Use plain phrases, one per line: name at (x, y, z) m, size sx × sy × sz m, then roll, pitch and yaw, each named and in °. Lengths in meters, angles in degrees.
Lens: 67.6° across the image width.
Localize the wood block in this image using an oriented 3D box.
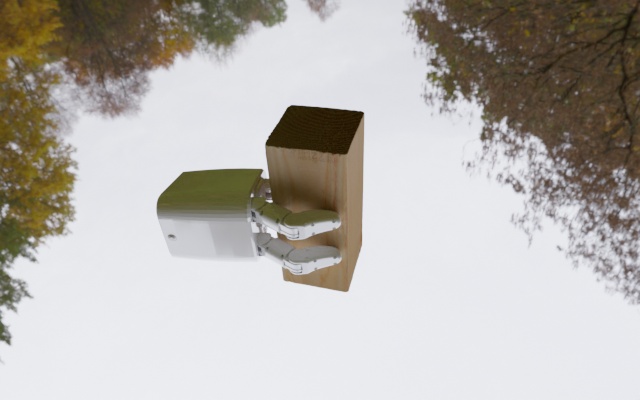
wood block at (0.000, 0.002, 0.569) m, size 0.090 × 0.206 × 0.090 m, roll 8°, pitch 41°, yaw 13°
